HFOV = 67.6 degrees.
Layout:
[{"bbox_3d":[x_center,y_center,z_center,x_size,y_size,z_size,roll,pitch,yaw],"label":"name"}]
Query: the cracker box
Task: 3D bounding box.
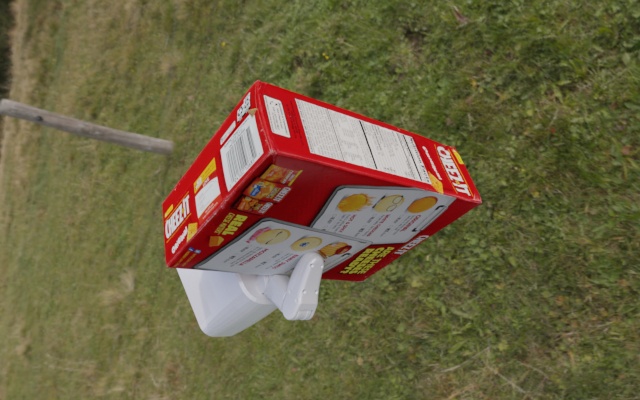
[{"bbox_3d":[0.000,0.001,0.404,0.214,0.072,0.164,10,-37,-37],"label":"cracker box"}]
